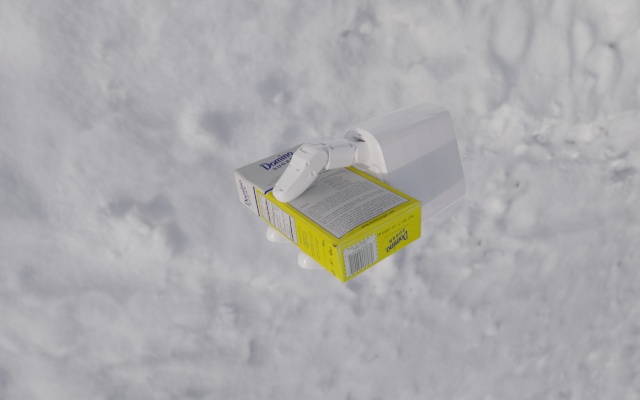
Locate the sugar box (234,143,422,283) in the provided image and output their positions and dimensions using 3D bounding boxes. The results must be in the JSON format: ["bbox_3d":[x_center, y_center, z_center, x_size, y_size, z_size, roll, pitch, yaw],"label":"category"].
[{"bbox_3d":[0.000,0.002,0.456,0.093,0.048,0.176,-25,34,-27],"label":"sugar box"}]
